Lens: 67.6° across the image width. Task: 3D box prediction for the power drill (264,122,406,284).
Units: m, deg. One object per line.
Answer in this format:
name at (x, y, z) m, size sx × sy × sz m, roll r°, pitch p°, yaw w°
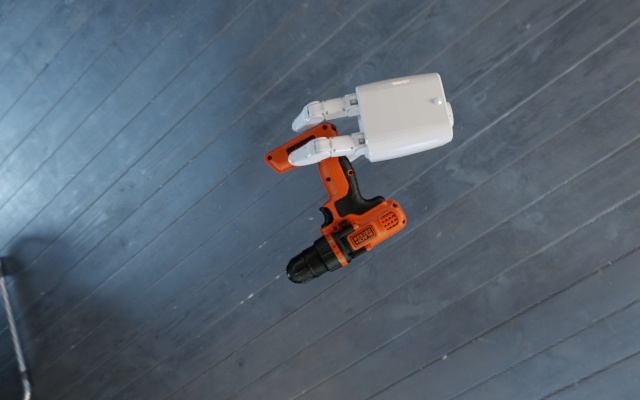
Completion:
power drill at (0.000, 0.002, 0.659) m, size 0.184 × 0.187 × 0.057 m, roll -30°, pitch 6°, yaw -2°
